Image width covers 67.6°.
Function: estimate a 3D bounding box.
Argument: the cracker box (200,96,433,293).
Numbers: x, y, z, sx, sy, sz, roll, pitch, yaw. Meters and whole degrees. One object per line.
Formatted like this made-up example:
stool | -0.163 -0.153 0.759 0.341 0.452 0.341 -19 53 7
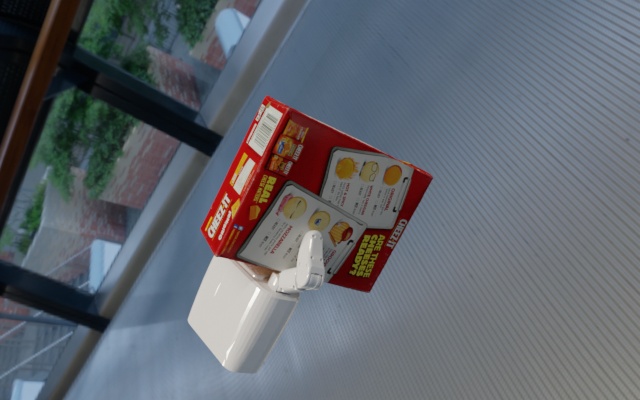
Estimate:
cracker box | 0.000 0.002 0.535 0.214 0.164 0.072 20 13 -36
